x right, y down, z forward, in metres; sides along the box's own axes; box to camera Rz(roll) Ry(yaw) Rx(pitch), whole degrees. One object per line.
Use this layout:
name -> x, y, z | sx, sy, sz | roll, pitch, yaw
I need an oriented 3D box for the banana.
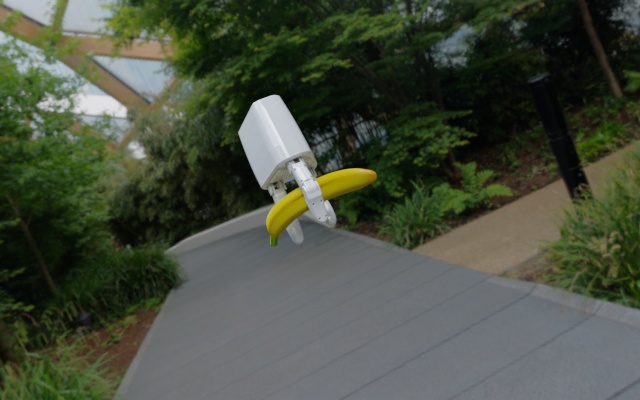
banana -> -0.009, -0.003, 0.719 | 0.198, 0.037, 0.070 | -32, -28, 5
